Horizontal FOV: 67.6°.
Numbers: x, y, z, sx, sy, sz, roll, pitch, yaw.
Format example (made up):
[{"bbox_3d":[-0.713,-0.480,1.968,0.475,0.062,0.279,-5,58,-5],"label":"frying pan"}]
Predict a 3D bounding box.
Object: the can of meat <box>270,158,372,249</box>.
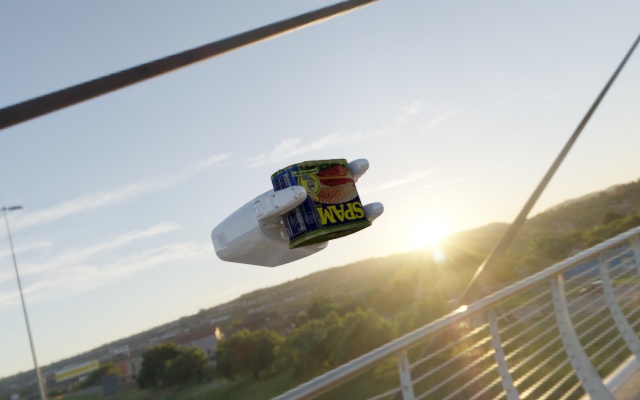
[{"bbox_3d":[0.000,0.001,0.539,0.102,0.084,0.057,-8,-15,-43],"label":"can of meat"}]
